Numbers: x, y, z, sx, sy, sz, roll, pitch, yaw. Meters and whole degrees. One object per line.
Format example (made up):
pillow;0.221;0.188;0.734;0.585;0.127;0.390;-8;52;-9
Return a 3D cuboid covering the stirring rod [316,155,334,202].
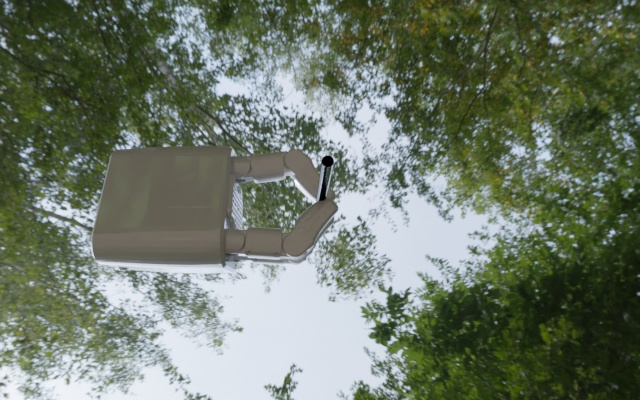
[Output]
stirring rod;0.000;0.001;0.420;0.011;0.011;0.239;0;-13;-2
